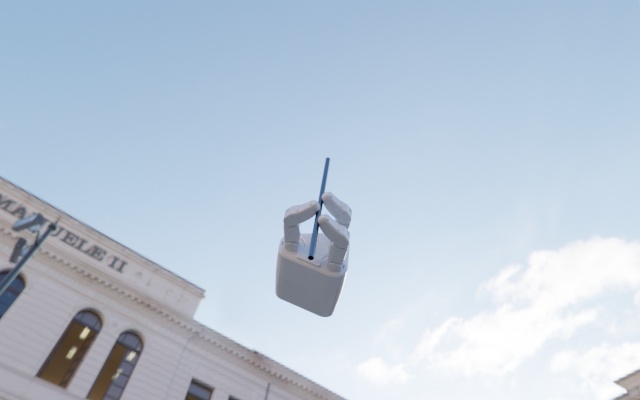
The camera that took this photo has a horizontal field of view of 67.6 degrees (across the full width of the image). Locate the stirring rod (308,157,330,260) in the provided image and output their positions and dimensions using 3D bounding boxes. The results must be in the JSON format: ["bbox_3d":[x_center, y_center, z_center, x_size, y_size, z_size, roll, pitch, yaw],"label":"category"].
[{"bbox_3d":[0.000,0.002,0.712,0.011,0.011,0.239,0,37,8],"label":"stirring rod"}]
